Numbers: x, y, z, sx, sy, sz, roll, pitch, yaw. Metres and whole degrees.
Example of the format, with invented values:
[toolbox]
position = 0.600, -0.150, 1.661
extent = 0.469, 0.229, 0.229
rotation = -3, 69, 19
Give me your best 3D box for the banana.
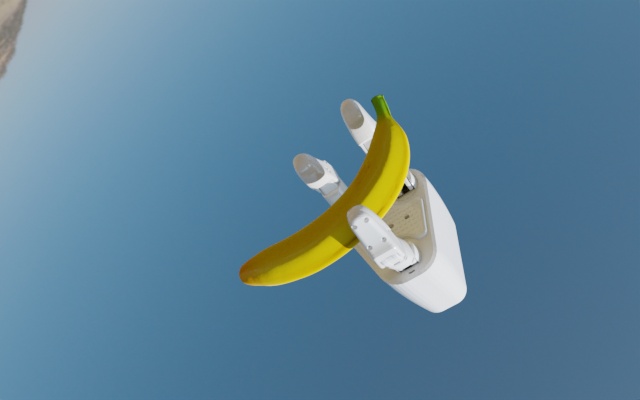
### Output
[banana]
position = 0.014, 0.008, 0.396
extent = 0.069, 0.198, 0.037
rotation = 40, 1, 35
